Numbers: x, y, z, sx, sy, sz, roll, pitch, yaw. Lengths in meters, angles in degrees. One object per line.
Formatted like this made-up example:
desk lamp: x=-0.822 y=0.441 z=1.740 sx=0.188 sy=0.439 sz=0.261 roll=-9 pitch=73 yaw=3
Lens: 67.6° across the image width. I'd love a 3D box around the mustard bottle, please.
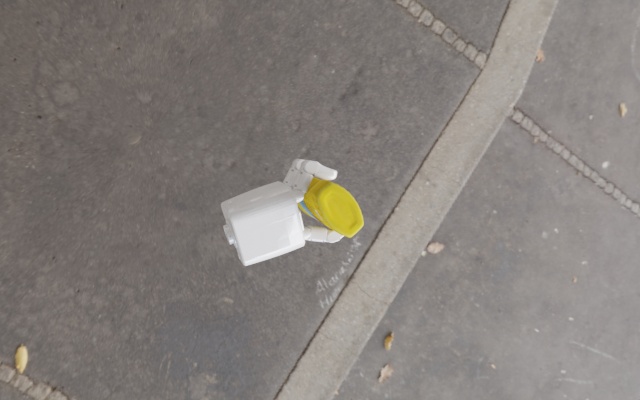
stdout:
mustard bottle: x=0.000 y=0.003 z=0.813 sx=0.058 sy=0.096 sz=0.191 roll=-44 pitch=19 yaw=-9
